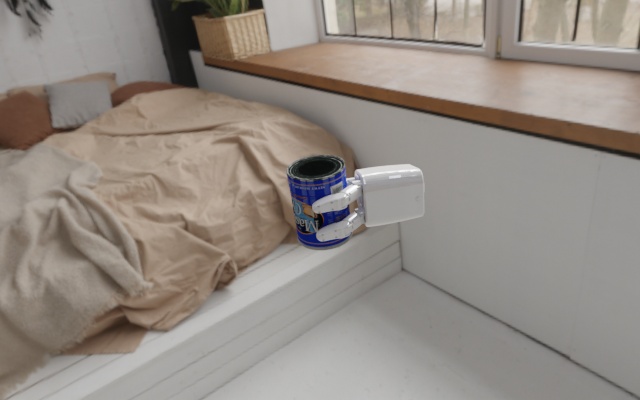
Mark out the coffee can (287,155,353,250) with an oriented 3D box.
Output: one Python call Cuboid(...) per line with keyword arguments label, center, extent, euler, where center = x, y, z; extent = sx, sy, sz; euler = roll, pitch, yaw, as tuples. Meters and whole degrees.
Cuboid(label="coffee can", center=(0.000, 0.003, 0.851), extent=(0.103, 0.140, 0.102), euler=(-6, 28, 3))
